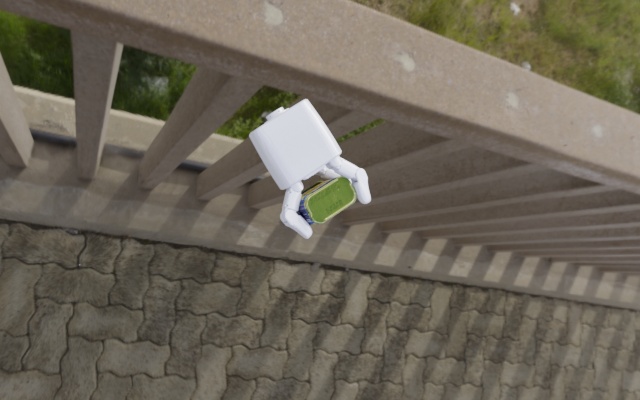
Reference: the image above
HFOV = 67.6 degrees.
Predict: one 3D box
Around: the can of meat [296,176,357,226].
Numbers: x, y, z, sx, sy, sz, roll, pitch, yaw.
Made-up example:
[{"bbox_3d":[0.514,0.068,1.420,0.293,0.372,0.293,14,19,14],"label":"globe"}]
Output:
[{"bbox_3d":[0.000,0.003,0.809,0.102,0.057,0.084,-33,8,-26],"label":"can of meat"}]
